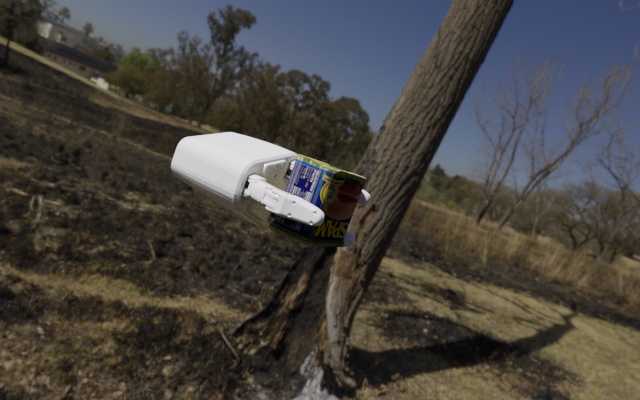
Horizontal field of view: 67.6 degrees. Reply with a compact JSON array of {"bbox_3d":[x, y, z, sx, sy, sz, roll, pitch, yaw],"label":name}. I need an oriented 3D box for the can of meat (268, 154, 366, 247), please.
[{"bbox_3d":[0.000,0.001,0.526,0.057,0.084,0.102,23,6,30],"label":"can of meat"}]
